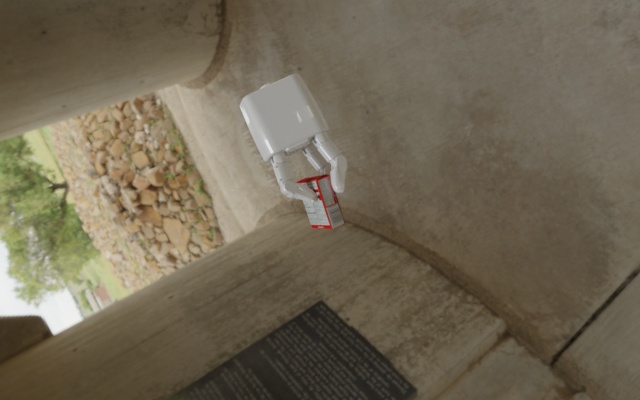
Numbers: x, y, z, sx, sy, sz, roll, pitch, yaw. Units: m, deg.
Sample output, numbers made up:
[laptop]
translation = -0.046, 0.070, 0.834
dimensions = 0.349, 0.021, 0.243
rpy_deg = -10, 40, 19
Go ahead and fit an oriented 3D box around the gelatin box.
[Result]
[gelatin box]
translation = 0.000, 0.003, 0.803
dimensions = 0.030, 0.089, 0.073
rpy_deg = -22, 8, -27
